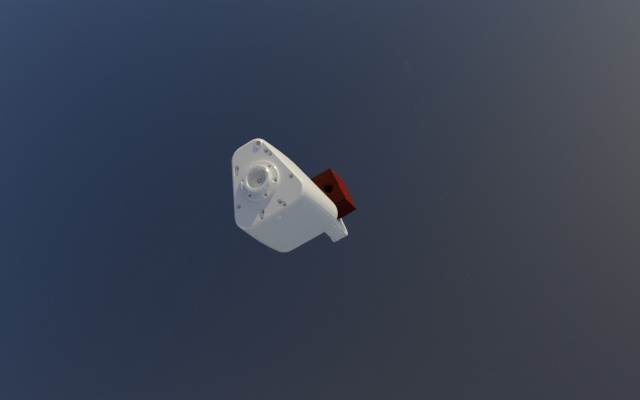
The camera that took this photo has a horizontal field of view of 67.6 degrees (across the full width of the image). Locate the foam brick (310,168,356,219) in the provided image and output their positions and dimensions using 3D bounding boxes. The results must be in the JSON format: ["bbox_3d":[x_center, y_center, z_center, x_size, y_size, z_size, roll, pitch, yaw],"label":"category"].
[{"bbox_3d":[0.000,0.002,0.659,0.078,0.053,0.051,-30,-26,9],"label":"foam brick"}]
